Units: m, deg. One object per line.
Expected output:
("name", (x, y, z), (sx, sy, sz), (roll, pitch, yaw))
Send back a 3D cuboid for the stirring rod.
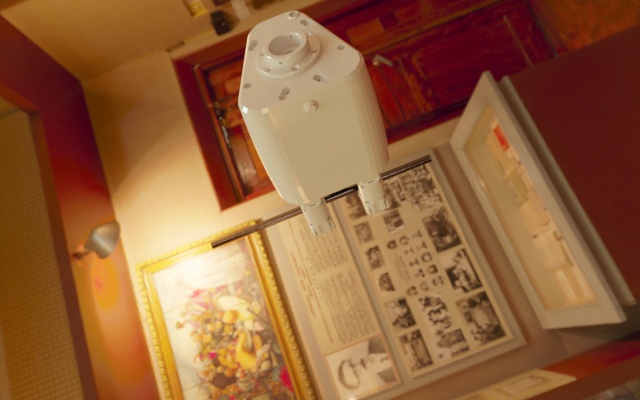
("stirring rod", (0.000, 0.001, 0.489), (0.239, 0.011, 0.011), (-22, -1, 1))
